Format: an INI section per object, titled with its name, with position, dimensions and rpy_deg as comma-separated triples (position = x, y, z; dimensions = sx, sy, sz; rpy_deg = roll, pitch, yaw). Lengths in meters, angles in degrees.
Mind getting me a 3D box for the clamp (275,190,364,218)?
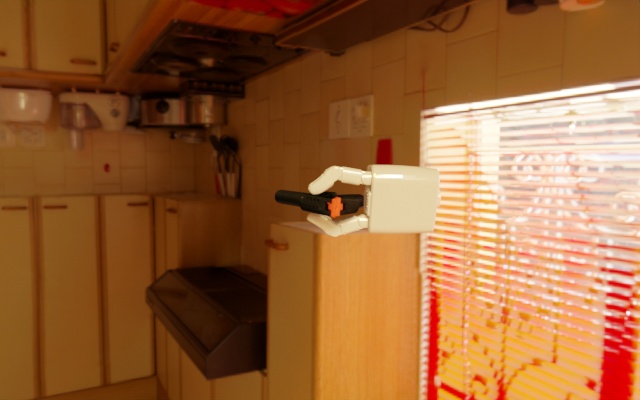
[clamp]
position = 0.000, 0.003, 0.783
dimensions = 0.164, 0.036, 0.210
rpy_deg = 3, 4, 0
